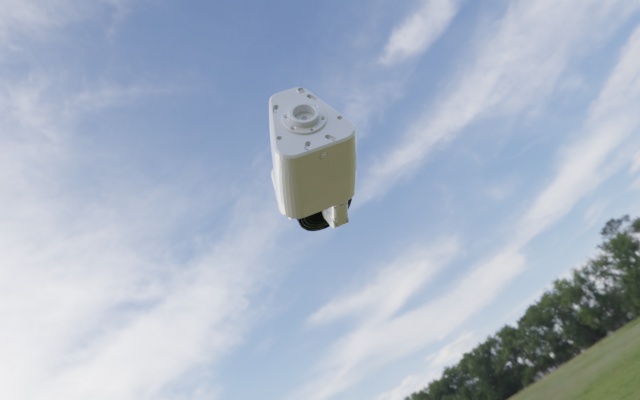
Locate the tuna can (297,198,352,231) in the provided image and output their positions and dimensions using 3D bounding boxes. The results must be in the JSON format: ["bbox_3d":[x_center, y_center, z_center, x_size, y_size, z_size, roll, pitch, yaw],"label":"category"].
[{"bbox_3d":[0.000,0.002,0.684,0.086,0.086,0.033,0,42,-39],"label":"tuna can"}]
